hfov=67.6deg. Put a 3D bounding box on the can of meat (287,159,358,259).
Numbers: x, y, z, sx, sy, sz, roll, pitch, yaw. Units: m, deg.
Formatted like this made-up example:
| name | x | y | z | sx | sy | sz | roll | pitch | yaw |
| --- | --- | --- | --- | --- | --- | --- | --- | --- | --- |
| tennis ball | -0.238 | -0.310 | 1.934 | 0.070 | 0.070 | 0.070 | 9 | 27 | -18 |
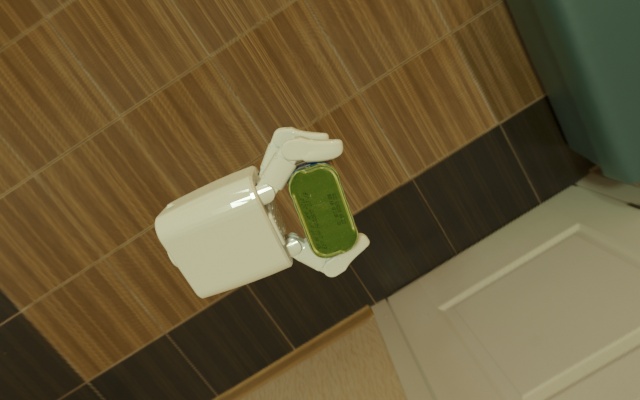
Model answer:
| name | x | y | z | sx | sy | sz | roll | pitch | yaw |
| --- | --- | --- | --- | --- | --- | --- | --- | --- | --- |
| can of meat | 0.000 | 0.002 | 0.509 | 0.057 | 0.102 | 0.084 | -20 | 15 | 1 |
